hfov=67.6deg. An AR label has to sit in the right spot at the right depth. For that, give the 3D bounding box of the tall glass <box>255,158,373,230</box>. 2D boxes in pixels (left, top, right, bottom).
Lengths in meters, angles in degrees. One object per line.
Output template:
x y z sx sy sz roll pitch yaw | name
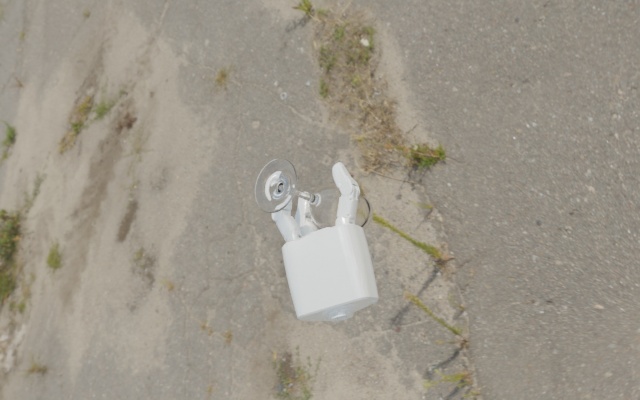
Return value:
0.000 0.002 0.703 0.079 0.079 0.201 0 -12 38 | tall glass
